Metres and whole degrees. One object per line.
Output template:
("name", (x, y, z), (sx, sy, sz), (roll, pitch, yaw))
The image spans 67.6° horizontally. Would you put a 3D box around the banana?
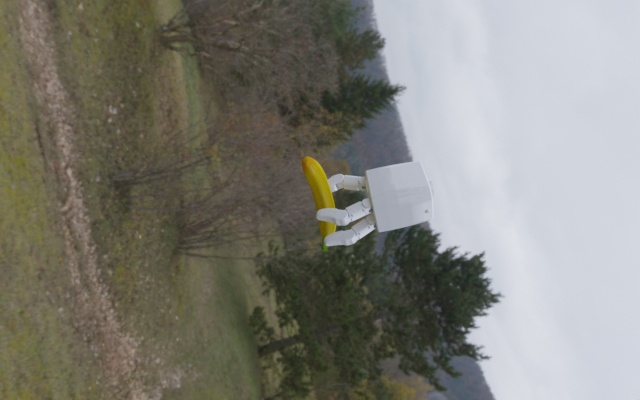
("banana", (0.002, -0.004, 0.884), (0.037, 0.198, 0.069), (-9, 29, 10))
